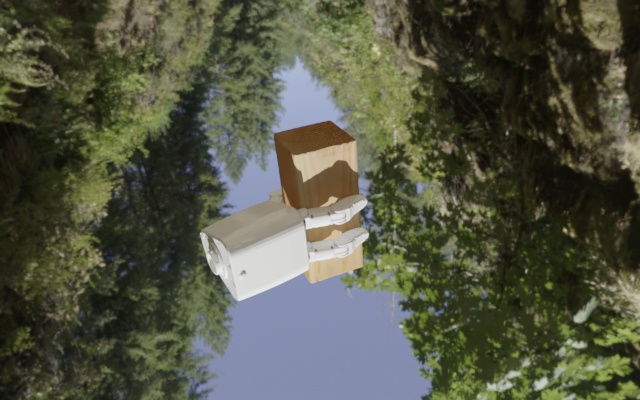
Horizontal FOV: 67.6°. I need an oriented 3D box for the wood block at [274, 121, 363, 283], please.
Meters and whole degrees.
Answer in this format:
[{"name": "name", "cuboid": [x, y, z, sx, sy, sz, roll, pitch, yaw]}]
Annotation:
[{"name": "wood block", "cuboid": [0.000, 0.002, 0.691, 0.090, 0.206, 0.090, -16, 32, -17]}]
